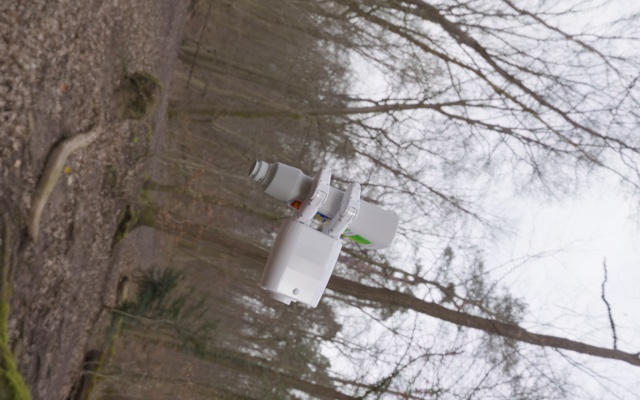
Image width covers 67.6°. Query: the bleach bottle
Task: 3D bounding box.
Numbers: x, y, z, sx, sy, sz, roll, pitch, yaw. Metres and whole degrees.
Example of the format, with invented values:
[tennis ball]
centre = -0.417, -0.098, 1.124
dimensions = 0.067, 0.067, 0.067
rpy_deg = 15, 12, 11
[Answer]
[bleach bottle]
centre = 0.000, 0.002, 0.766
dimensions = 0.251, 0.068, 0.102
rpy_deg = 26, -12, -21
